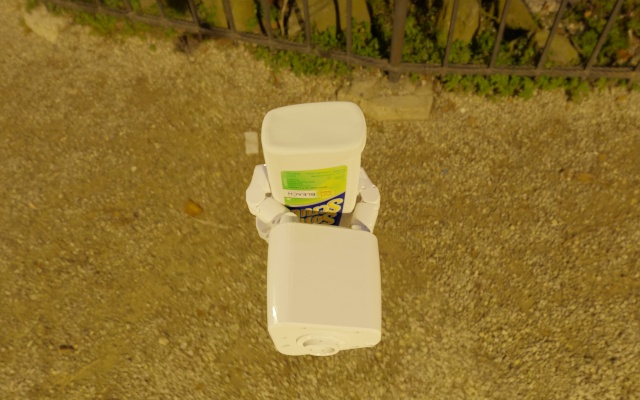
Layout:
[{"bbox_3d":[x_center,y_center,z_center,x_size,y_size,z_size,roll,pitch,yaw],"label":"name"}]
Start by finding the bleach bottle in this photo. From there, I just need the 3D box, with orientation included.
[{"bbox_3d":[0.000,0.002,0.546,0.102,0.068,0.251,-4,-35,3],"label":"bleach bottle"}]
